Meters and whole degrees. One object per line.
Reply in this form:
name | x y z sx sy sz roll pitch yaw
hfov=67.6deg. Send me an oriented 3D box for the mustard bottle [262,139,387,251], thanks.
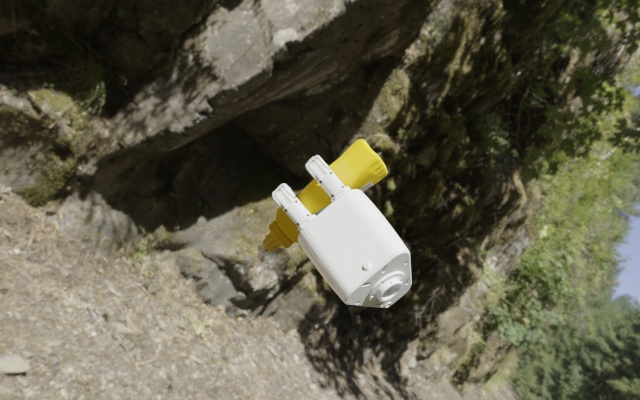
mustard bottle | 0.000 0.002 0.642 0.191 0.058 0.096 -40 -11 3
